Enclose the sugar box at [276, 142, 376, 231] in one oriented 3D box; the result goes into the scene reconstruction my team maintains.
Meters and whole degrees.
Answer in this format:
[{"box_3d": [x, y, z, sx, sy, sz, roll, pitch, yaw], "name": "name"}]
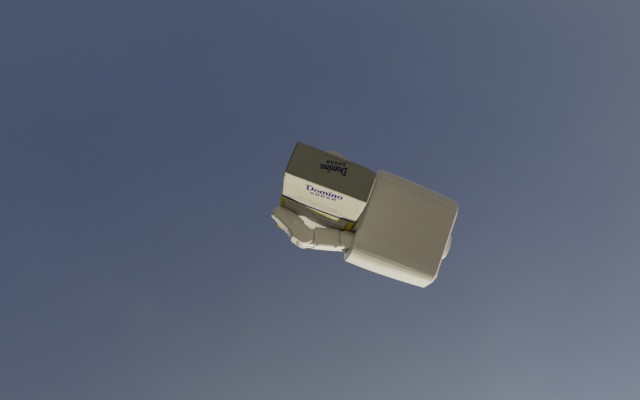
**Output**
[{"box_3d": [0.000, 0.001, 0.572, 0.093, 0.048, 0.176, 21, -25, 0], "name": "sugar box"}]
